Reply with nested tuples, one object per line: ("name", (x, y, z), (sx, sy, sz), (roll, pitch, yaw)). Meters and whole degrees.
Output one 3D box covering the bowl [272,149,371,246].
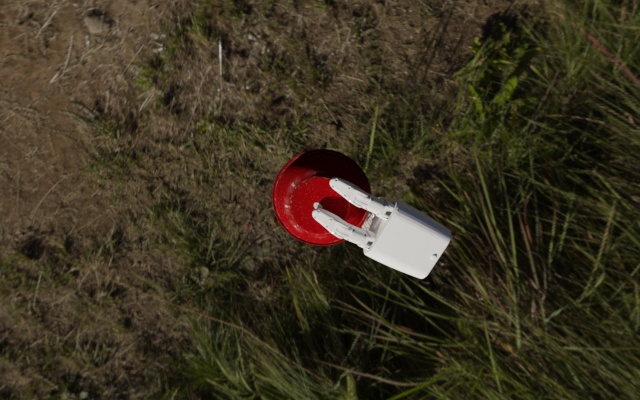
("bowl", (-0.001, 0.002, 0.748), (0.162, 0.162, 0.055), (0, 14, 3))
